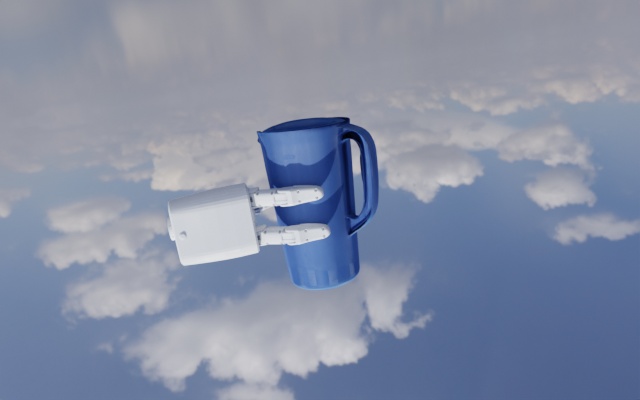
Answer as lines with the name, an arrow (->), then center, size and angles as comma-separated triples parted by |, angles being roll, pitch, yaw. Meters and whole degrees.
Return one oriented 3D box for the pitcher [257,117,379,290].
pitcher -> 0.000, 0.002, 0.695 | 0.145, 0.243, 0.149 | -12, 15, -11
